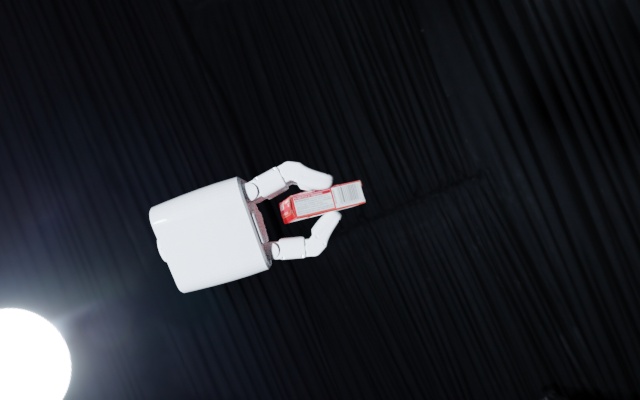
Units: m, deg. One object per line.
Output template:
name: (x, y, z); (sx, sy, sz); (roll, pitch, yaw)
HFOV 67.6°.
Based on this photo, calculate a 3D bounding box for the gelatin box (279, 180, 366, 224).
gelatin box: (0.001, 0.002, 0.573); (0.089, 0.030, 0.073); (-13, -3, -14)
